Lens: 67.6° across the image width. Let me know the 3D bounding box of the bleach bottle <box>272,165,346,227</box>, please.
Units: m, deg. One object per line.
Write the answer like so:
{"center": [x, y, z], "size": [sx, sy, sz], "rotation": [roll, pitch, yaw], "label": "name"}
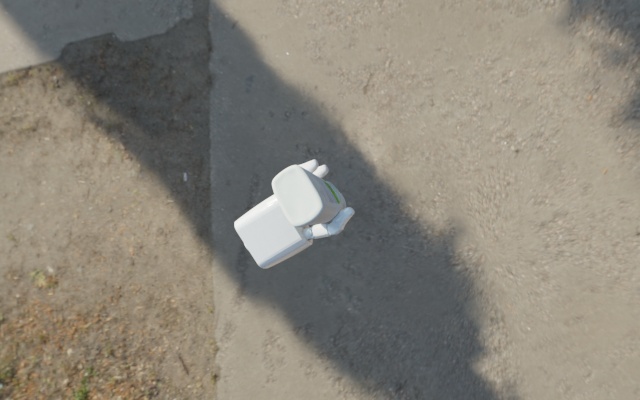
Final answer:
{"center": [0.000, 0.003, 0.878], "size": [0.068, 0.102, 0.251], "rotation": [-33, -15, 13], "label": "bleach bottle"}
